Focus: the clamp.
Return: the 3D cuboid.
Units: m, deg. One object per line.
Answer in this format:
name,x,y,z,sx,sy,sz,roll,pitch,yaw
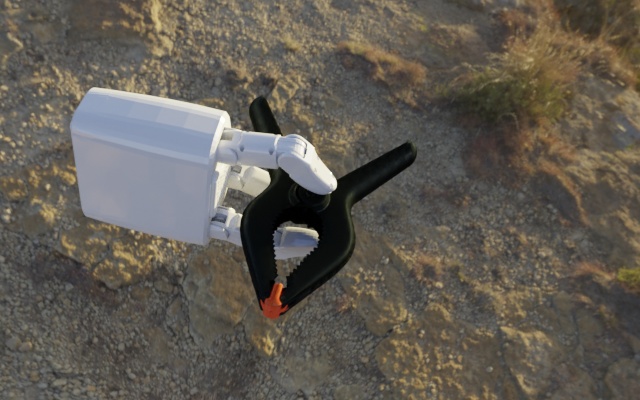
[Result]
clamp,0.000,0.001,0.407,0.164,0.209,0.036,11,-35,-1
